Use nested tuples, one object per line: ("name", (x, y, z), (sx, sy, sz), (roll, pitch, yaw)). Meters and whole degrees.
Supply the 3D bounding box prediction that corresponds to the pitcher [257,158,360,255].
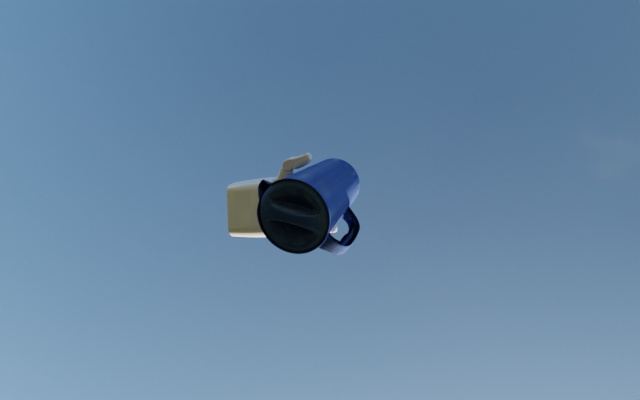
("pitcher", (0.000, 0.003, 0.896), (0.145, 0.149, 0.242), (-5, 15, 23))
